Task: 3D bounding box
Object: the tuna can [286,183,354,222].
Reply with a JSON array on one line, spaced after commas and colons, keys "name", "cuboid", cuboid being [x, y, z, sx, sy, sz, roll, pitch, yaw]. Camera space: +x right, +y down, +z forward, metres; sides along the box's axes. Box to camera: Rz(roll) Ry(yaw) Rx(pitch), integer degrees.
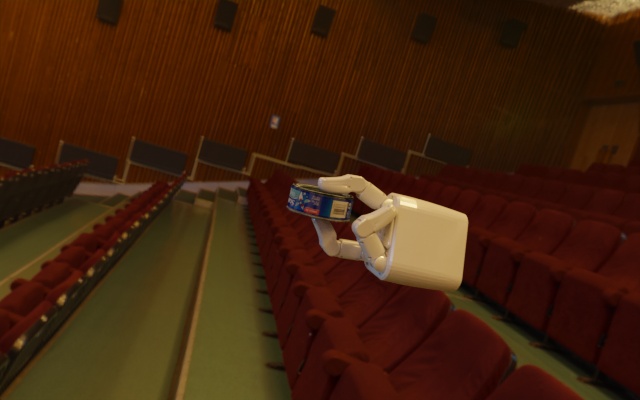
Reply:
[{"name": "tuna can", "cuboid": [0.000, 0.002, 0.633, 0.086, 0.034, 0.086, 12, 7, -1]}]
